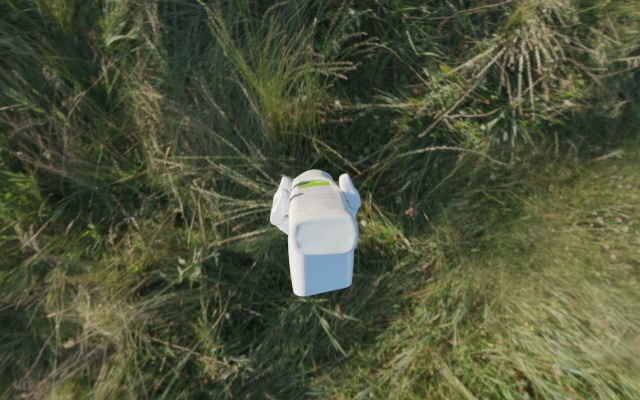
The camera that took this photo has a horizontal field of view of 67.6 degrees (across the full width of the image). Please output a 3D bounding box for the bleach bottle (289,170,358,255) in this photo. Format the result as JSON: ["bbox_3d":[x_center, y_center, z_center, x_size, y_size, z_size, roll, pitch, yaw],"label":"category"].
[{"bbox_3d":[0.000,0.003,0.795,0.102,0.068,0.250,-3,23,0],"label":"bleach bottle"}]
